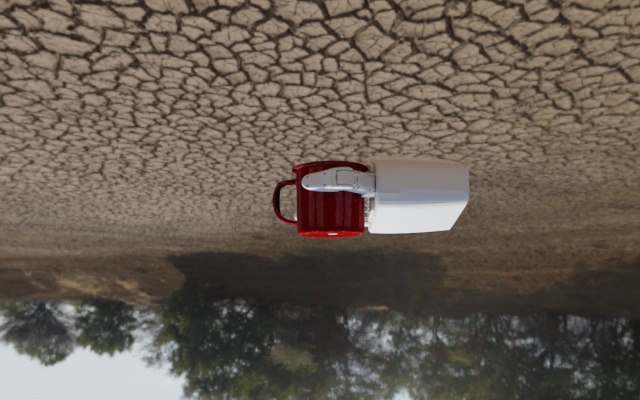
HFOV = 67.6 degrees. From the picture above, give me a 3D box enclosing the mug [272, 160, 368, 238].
[{"bbox_3d":[-0.001,0.002,0.577,0.117,0.081,0.093,-1,-9,1],"label":"mug"}]
